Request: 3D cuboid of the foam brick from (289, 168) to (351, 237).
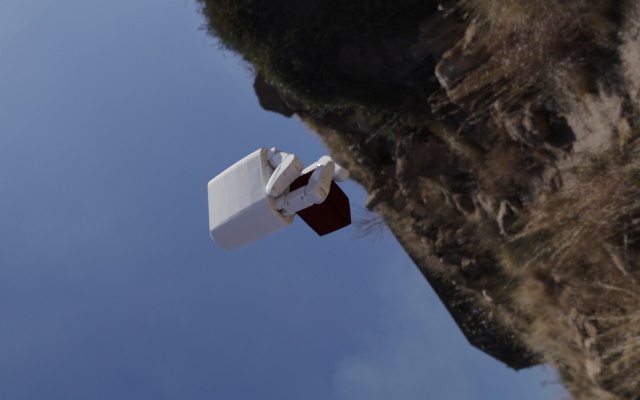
[{"bbox_3d":[0.000,0.002,0.661,0.051,0.053,0.078,-27,-52,23],"label":"foam brick"}]
